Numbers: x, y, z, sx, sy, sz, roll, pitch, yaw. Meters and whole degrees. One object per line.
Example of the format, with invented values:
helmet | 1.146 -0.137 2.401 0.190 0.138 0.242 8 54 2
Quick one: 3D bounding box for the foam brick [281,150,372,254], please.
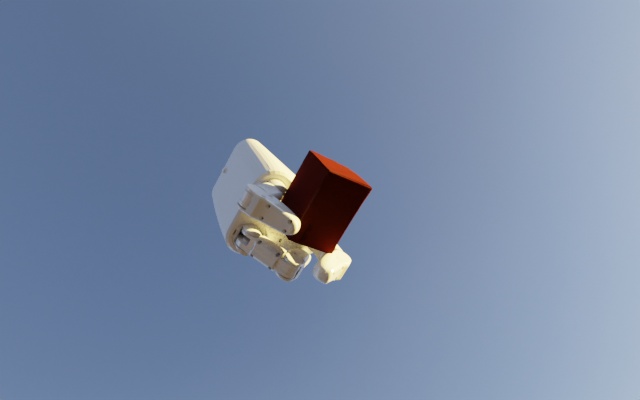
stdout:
foam brick | 0.000 0.001 0.455 0.053 0.078 0.051 22 17 -32
